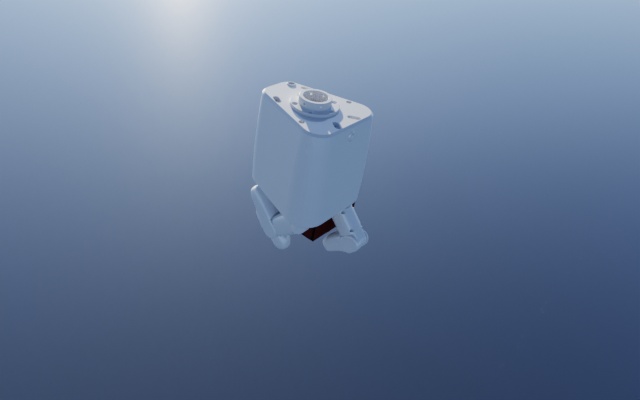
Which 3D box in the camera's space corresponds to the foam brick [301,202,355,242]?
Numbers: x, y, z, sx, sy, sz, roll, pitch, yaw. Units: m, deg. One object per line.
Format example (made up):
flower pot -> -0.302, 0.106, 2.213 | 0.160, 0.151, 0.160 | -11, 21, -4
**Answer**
foam brick -> 0.000, 0.002, 0.570 | 0.053, 0.051, 0.078 | 32, 42, 26
